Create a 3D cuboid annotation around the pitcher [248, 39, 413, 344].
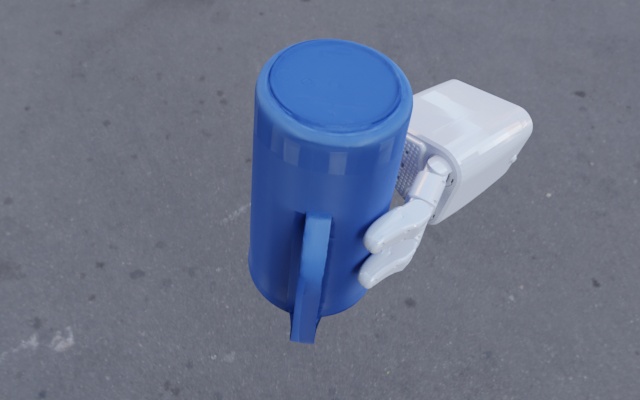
[{"bbox_3d":[0.000,0.001,0.405,0.145,0.149,0.243,-30,-28,-24],"label":"pitcher"}]
